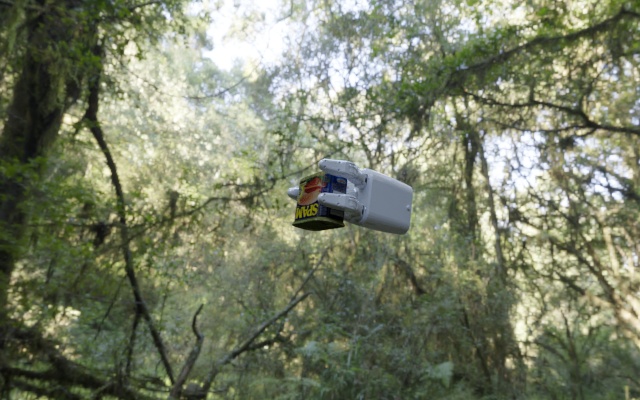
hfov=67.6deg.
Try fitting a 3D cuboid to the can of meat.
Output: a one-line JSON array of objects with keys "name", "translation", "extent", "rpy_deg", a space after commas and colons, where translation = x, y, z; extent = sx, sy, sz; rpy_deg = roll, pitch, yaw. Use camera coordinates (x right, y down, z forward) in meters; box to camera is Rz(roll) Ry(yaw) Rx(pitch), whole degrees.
[{"name": "can of meat", "translation": [0.000, 0.002, 0.801], "extent": [0.057, 0.084, 0.102], "rpy_deg": [16, -16, -31]}]
